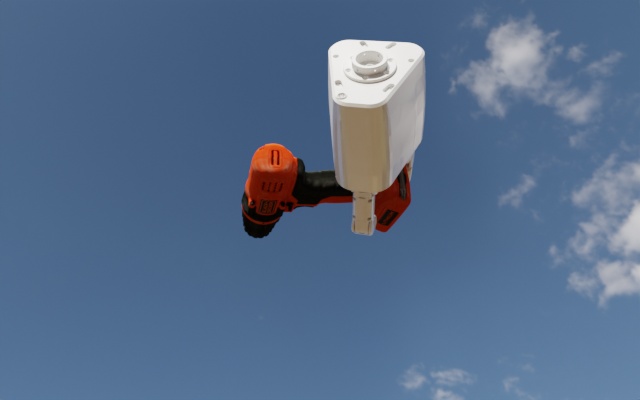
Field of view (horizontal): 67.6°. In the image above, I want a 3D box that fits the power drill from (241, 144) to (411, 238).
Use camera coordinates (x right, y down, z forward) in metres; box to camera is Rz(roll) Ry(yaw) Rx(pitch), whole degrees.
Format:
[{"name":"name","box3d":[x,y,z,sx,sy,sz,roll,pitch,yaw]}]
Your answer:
[{"name":"power drill","box3d":[0.001,0.002,0.575,0.187,0.057,0.184,2,-25,-13]}]
